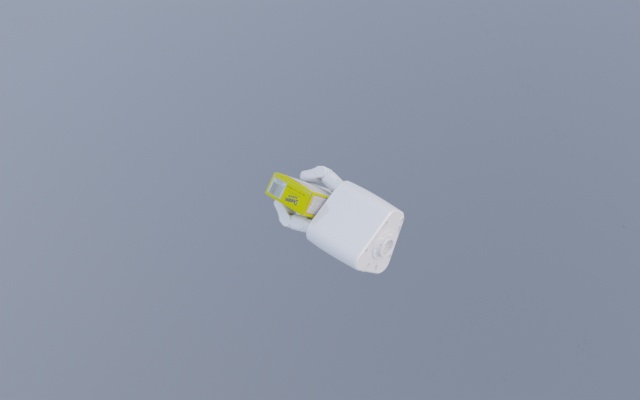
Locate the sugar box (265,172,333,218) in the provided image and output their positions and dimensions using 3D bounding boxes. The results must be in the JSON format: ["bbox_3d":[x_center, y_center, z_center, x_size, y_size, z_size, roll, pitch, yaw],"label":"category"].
[{"bbox_3d":[0.000,0.003,0.811,0.093,0.048,0.176,30,6,38],"label":"sugar box"}]
